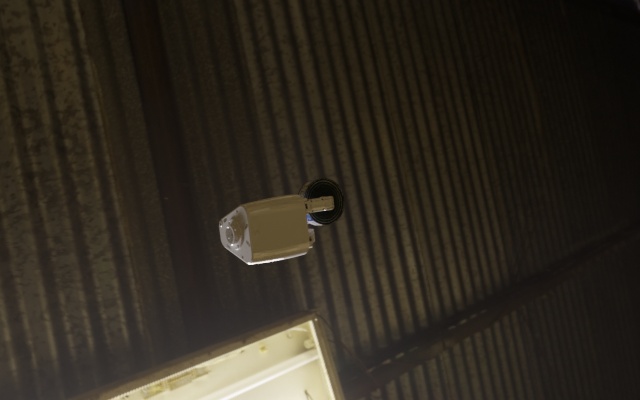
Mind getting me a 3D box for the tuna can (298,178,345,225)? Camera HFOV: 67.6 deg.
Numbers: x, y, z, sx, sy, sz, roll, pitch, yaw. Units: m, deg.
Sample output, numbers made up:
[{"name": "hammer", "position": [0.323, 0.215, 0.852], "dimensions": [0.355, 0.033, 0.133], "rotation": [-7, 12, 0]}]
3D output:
[{"name": "tuna can", "position": [0.000, 0.003, 0.869], "dimensions": [0.086, 0.086, 0.034], "rotation": [0, -4, -34]}]
